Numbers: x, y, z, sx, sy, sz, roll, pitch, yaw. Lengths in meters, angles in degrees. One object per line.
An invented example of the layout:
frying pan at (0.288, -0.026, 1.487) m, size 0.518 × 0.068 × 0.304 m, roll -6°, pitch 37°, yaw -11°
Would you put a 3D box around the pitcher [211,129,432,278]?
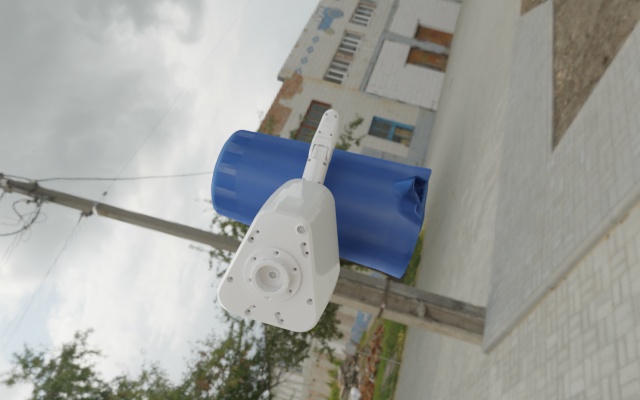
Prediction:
pitcher at (0.000, 0.002, 0.579) m, size 0.243 × 0.149 × 0.145 m, roll 16°, pitch 17°, yaw 5°
